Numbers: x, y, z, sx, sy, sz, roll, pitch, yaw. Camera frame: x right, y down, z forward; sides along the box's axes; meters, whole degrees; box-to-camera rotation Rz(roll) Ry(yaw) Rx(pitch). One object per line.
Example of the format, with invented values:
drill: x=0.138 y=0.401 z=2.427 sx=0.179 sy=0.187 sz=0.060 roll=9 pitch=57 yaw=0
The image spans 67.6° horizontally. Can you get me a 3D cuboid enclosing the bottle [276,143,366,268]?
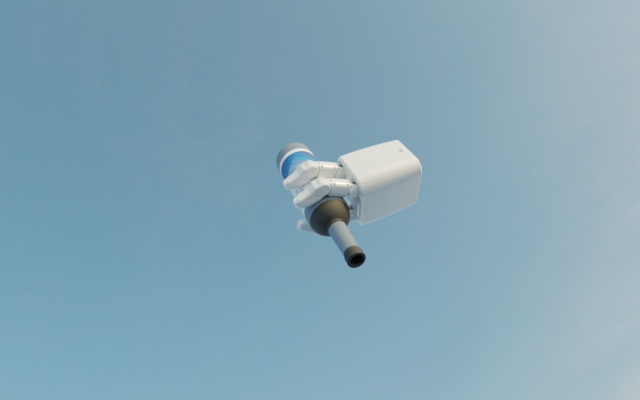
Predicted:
bottle: x=0.000 y=0.002 z=0.757 sx=0.069 sy=0.069 sz=0.295 roll=0 pitch=32 yaw=-23
